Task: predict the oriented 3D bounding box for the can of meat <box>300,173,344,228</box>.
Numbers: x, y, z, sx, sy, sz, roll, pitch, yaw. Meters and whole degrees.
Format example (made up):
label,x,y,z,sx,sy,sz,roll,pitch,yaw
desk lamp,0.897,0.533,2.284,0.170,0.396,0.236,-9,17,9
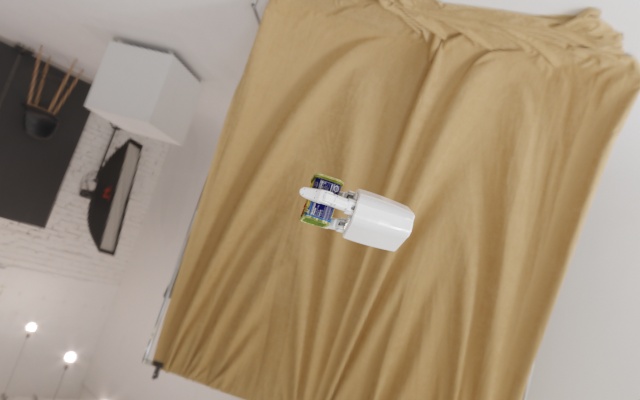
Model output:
label,x,y,z,sx,sy,sz,roll,pitch,yaw
can of meat,0.000,0.003,0.894,0.057,0.084,0.102,18,-8,-5
